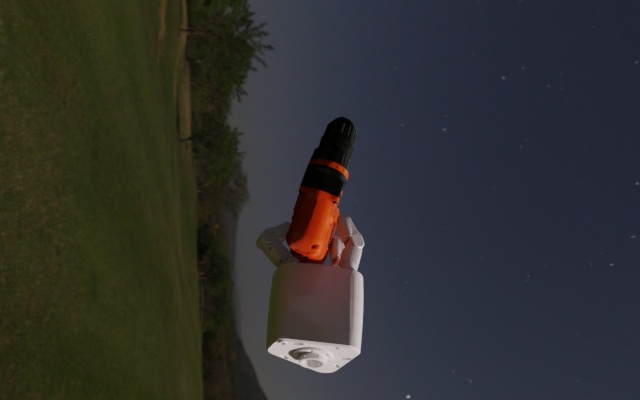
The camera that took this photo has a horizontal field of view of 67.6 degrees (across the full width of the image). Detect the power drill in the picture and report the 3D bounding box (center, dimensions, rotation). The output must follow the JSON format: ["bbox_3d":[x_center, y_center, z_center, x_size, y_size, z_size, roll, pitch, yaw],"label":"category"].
[{"bbox_3d":[0.000,0.003,0.647,0.057,0.184,0.188,18,-21,6],"label":"power drill"}]
